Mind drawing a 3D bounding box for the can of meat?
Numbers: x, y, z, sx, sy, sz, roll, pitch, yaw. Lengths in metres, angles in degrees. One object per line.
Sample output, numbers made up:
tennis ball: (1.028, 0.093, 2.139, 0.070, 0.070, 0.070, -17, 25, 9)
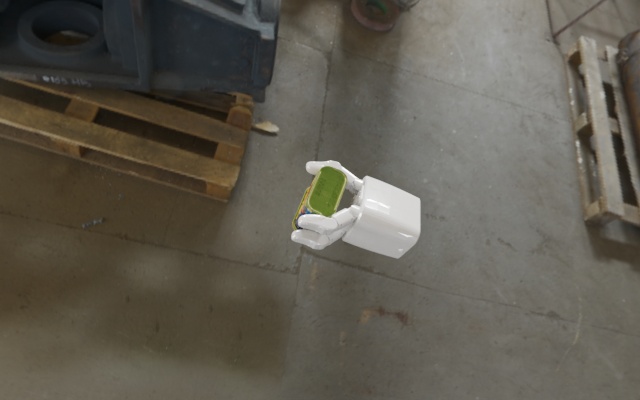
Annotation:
can of meat: (0.000, 0.002, 0.800, 0.057, 0.102, 0.084, 25, -32, -4)
